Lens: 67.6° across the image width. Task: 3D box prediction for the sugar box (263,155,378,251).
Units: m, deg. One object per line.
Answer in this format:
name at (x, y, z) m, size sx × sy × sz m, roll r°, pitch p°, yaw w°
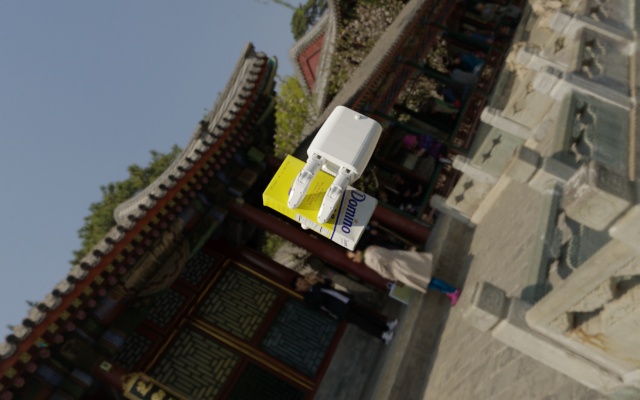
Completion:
sugar box at (0.000, 0.002, 0.816) m, size 0.176 × 0.093 × 0.048 m, roll 26°, pitch -25°, yaw 8°
